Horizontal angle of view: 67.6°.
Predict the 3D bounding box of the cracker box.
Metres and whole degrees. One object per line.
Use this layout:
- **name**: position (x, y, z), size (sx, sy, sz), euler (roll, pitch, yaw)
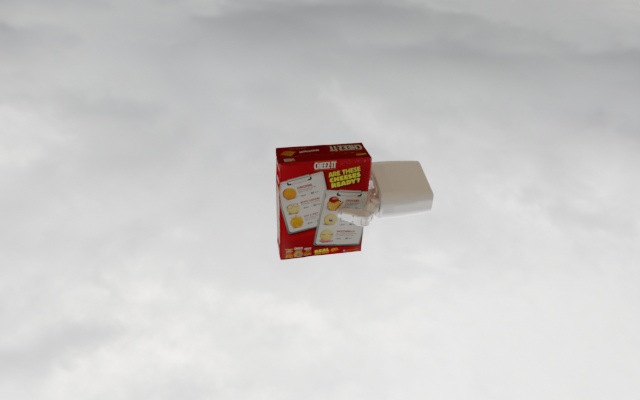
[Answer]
- **cracker box**: position (0.000, 0.003, 0.891), size (0.164, 0.214, 0.072), euler (-5, 34, -11)
